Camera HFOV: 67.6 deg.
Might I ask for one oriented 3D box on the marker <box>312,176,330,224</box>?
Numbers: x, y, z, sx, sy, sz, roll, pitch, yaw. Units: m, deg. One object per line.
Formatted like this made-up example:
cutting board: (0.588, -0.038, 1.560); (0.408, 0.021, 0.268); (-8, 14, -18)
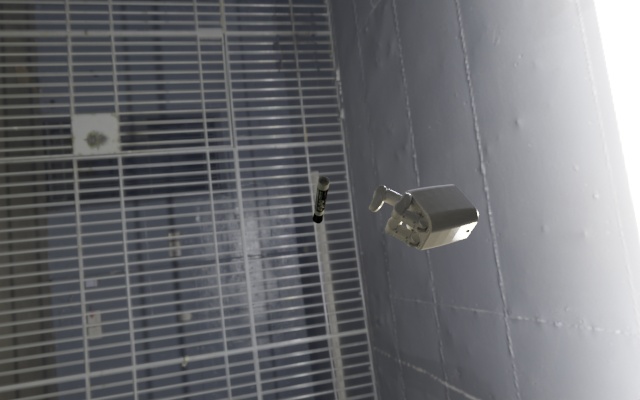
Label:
marker: (0.000, 0.003, 0.820); (0.020, 0.020, 0.121); (0, -35, -6)
